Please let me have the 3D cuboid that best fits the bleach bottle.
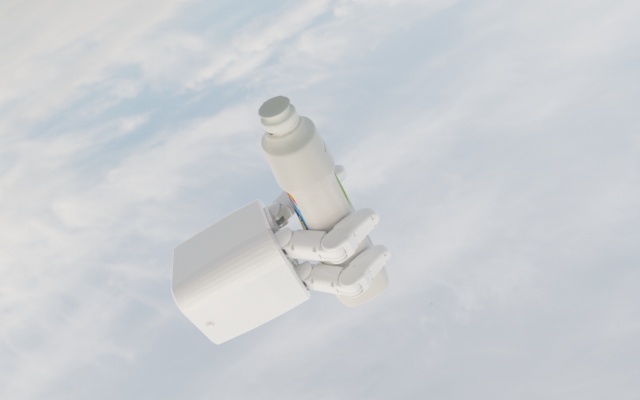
[{"bbox_3d":[0.000,0.002,0.476,0.068,0.251,0.102,-28,43,-2],"label":"bleach bottle"}]
